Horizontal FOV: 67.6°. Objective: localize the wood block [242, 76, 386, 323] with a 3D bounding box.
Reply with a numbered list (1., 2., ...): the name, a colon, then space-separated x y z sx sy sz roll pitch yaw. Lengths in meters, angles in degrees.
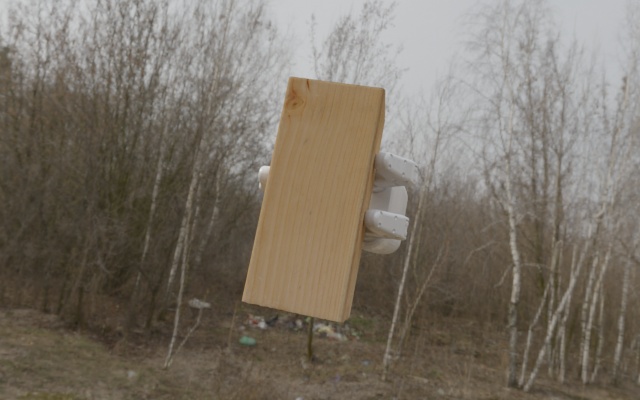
1. wood block: 0.000 0.001 0.455 0.091 0.206 0.090 9 -8 9
